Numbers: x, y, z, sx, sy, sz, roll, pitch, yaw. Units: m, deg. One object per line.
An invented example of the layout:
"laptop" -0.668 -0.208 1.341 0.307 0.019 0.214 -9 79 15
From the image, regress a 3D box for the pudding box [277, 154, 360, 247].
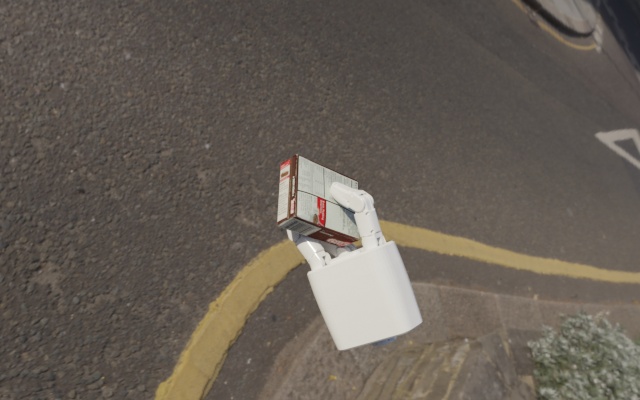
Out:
"pudding box" 0.000 0.002 0.616 0.113 0.090 0.039 22 -34 -37
